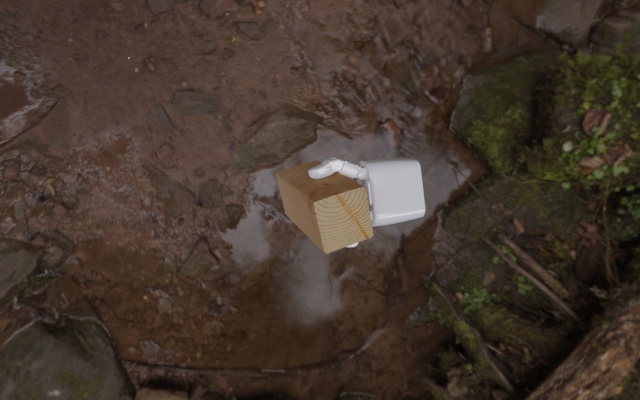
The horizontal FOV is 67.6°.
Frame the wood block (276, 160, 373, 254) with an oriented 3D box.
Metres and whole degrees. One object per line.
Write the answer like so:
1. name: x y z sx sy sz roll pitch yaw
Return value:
1. wood block: 0.000 0.002 0.829 0.090 0.091 0.206 -18 21 -17
